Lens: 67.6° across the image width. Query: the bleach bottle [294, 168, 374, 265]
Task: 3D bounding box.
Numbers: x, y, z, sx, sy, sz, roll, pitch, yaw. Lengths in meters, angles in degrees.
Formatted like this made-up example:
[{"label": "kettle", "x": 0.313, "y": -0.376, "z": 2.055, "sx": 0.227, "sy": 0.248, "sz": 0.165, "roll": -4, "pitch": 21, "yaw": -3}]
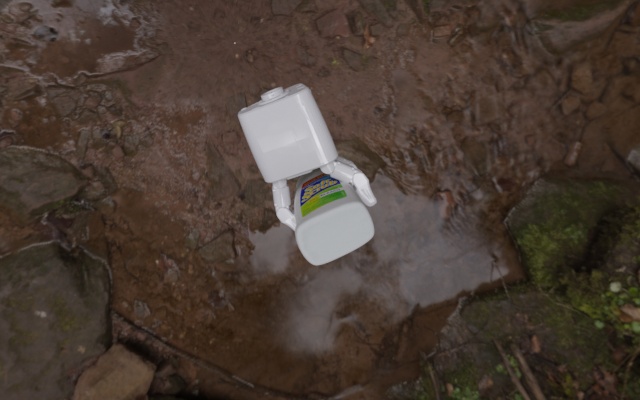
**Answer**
[{"label": "bleach bottle", "x": 0.000, "y": 0.002, "z": 0.711, "sx": 0.102, "sy": 0.068, "sz": 0.250, "roll": -25, "pitch": 21, "yaw": -1}]
